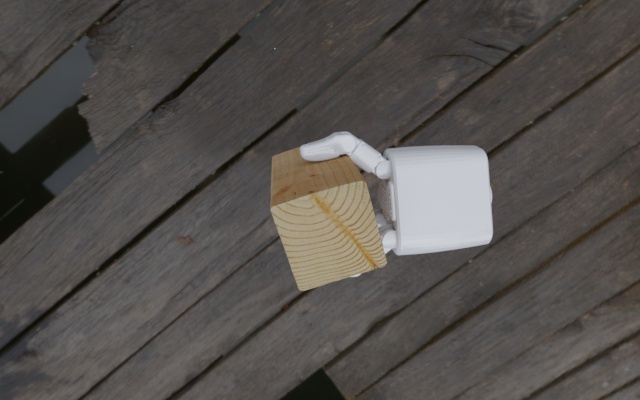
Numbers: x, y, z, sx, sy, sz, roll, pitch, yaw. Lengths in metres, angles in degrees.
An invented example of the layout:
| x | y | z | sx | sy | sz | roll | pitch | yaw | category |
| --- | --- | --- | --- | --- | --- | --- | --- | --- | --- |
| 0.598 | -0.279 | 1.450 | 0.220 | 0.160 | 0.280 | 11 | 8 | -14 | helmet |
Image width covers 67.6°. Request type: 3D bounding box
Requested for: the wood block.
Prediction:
| x | y | z | sx | sy | sz | roll | pitch | yaw | category |
| --- | --- | --- | --- | --- | --- | --- | --- | --- | --- |
| 0.000 | 0.001 | 0.530 | 0.090 | 0.091 | 0.206 | -17 | 18 | 0 | wood block |
